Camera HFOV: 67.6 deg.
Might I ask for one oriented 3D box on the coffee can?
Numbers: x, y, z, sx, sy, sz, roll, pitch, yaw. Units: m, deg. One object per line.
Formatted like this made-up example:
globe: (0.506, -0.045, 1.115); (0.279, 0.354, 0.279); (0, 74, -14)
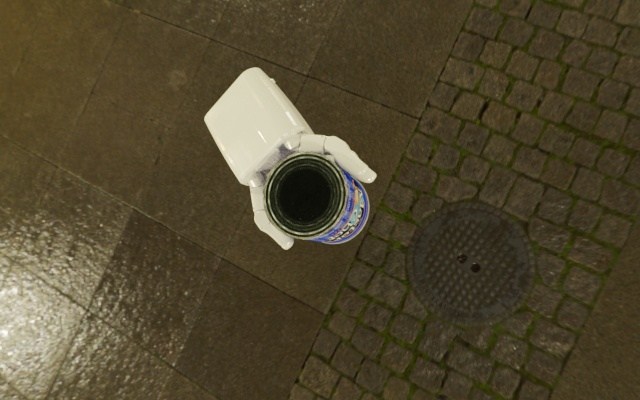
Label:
coffee can: (0.000, 0.002, 0.611); (0.103, 0.103, 0.140); (0, -7, 16)
